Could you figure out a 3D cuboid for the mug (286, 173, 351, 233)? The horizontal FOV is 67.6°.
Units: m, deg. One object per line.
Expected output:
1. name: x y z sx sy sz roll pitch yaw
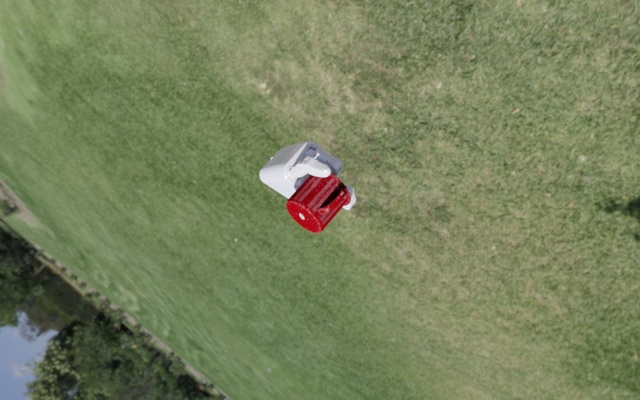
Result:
1. mug: 0.001 0.003 0.831 0.081 0.093 0.117 -49 25 -24
